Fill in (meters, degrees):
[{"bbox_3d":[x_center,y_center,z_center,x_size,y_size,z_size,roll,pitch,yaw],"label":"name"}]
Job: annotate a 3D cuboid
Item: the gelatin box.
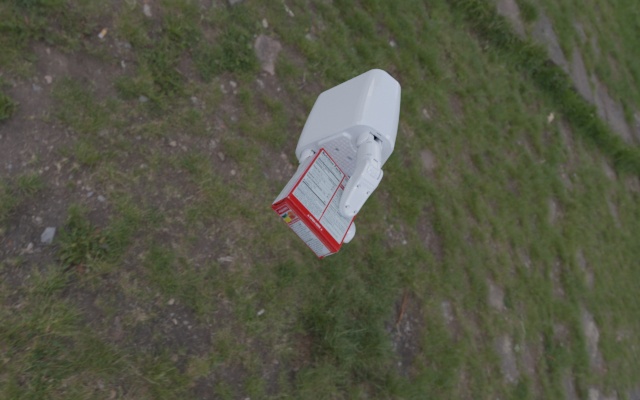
[{"bbox_3d":[0.000,0.002,0.478,0.030,0.073,0.089,-28,21,40],"label":"gelatin box"}]
